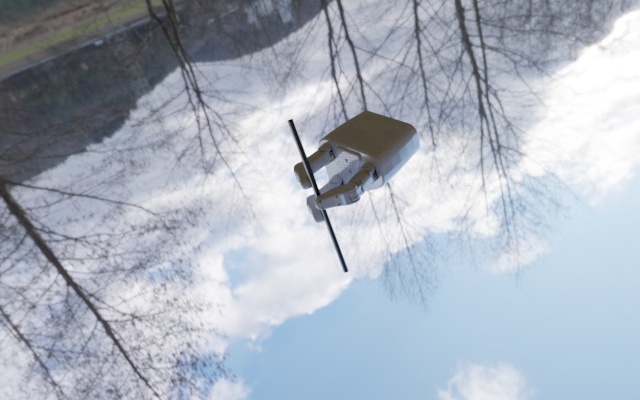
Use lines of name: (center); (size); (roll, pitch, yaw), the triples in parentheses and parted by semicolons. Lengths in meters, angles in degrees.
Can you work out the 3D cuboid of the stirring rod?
stirring rod: (0.000, 0.002, 0.640); (0.011, 0.240, 0.011); (-16, 27, 8)
